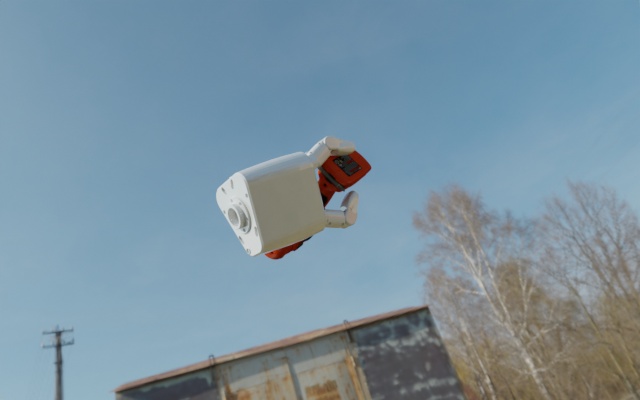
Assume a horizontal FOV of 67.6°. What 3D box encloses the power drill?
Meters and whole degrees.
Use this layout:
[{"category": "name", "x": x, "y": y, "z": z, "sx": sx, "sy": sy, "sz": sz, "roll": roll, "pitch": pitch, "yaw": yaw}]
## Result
[{"category": "power drill", "x": 0.000, "y": 0.002, "z": 0.764, "sx": 0.057, "sy": 0.188, "sz": 0.184, "roll": 42, "pitch": 30, "yaw": 7}]
